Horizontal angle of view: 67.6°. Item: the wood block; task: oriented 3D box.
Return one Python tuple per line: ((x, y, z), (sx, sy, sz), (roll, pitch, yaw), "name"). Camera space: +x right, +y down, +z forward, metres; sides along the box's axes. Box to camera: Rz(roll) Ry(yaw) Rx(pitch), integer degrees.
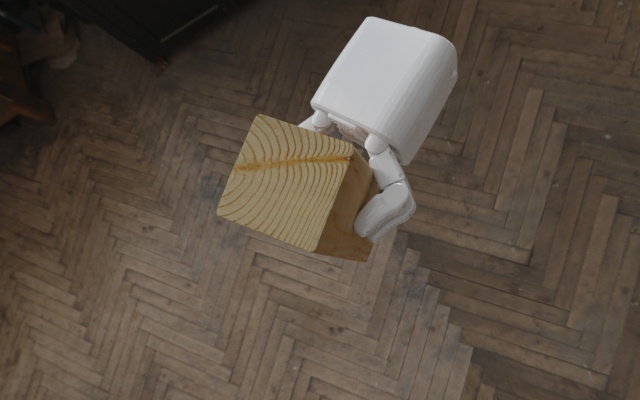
((0.000, 0.001, 0.464), (0.091, 0.090, 0.206), (21, -3, 19), "wood block")
